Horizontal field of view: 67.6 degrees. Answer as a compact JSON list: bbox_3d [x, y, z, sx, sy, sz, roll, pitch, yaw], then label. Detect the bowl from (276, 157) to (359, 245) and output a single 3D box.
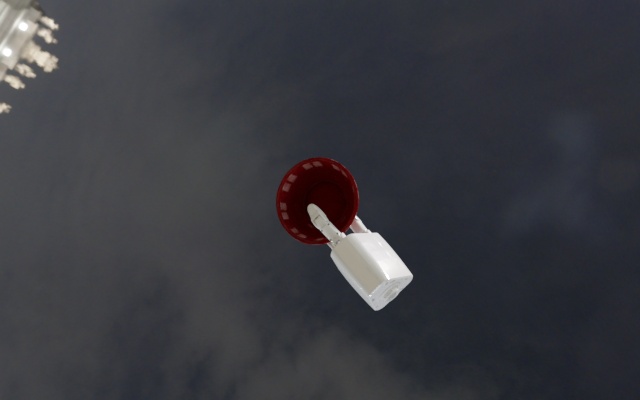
[{"bbox_3d":[0.000,0.002,0.899,0.162,0.162,0.055,0,-6,19],"label":"bowl"}]
